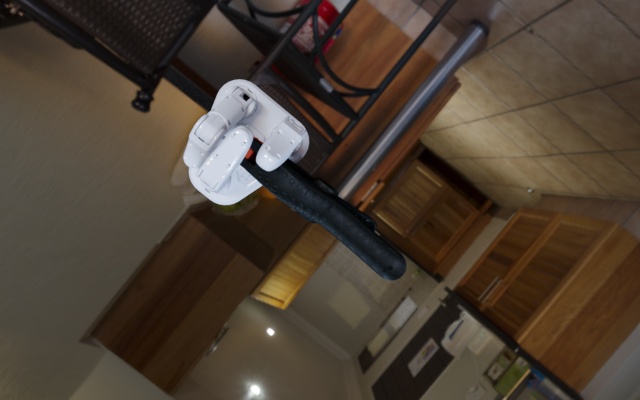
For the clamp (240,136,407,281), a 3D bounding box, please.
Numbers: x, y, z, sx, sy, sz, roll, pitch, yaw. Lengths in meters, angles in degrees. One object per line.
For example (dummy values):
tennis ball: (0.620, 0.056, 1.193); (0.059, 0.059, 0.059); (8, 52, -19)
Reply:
clamp: (0.000, 0.002, 0.435); (0.171, 0.039, 0.120); (40, 1, -6)
